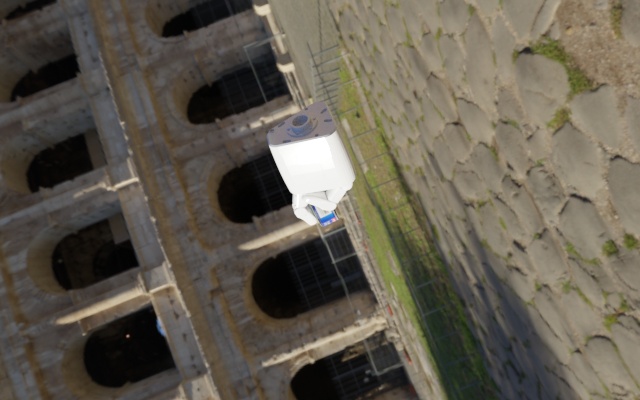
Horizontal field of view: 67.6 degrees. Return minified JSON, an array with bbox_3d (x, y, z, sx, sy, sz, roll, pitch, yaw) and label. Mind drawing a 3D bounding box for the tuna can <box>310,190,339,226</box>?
[{"bbox_3d":[0.000,0.003,0.858,0.034,0.086,0.086,-26,-1,3],"label":"tuna can"}]
